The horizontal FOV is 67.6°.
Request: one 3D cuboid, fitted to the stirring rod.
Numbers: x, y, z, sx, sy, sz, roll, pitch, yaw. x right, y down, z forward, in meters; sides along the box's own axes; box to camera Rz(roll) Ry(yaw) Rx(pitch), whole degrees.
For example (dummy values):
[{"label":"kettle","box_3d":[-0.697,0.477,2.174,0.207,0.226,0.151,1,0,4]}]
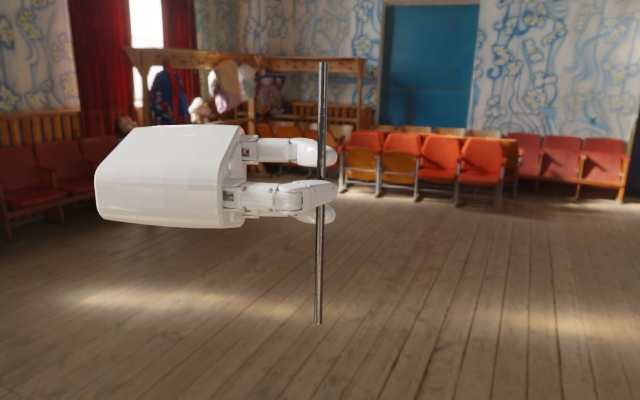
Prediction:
[{"label":"stirring rod","box_3d":[0.000,0.002,0.428,0.011,0.239,0.011,1,15,0]}]
